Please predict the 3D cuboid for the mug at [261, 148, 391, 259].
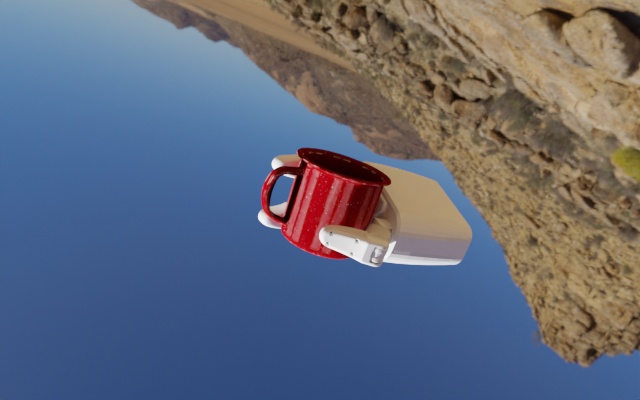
[{"bbox_3d":[-0.001,0.002,0.452,0.117,0.081,0.093,9,19,-29],"label":"mug"}]
